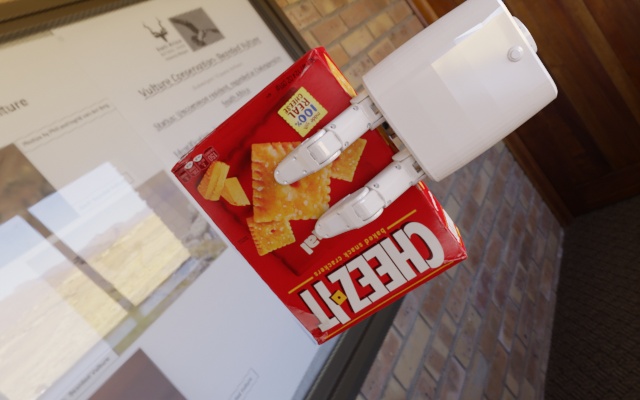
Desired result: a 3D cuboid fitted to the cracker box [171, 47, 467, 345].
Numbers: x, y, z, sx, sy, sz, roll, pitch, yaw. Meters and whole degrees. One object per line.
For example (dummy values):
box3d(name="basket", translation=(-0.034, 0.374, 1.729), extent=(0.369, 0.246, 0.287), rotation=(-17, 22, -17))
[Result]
box3d(name="cracker box", translation=(0.000, 0.001, 0.426), extent=(0.164, 0.214, 0.072), rotation=(-35, 11, 17))
